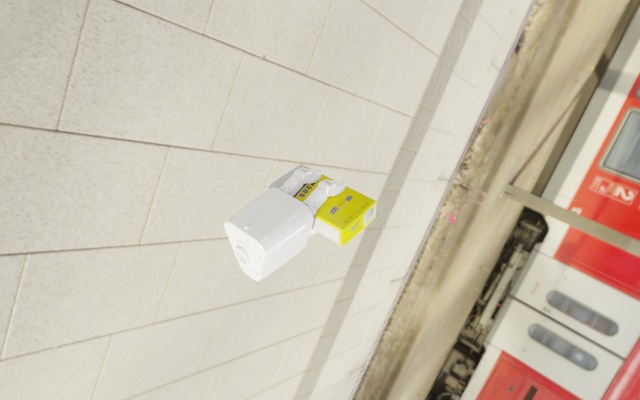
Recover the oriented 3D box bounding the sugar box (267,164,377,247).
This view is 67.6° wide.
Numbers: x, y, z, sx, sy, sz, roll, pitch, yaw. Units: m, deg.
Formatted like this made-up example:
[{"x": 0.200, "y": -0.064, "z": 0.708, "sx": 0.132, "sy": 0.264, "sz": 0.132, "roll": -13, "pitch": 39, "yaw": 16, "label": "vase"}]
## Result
[{"x": 0.000, "y": 0.002, "z": 0.823, "sx": 0.176, "sy": 0.048, "sz": 0.093, "roll": 29, "pitch": 50, "yaw": 30, "label": "sugar box"}]
